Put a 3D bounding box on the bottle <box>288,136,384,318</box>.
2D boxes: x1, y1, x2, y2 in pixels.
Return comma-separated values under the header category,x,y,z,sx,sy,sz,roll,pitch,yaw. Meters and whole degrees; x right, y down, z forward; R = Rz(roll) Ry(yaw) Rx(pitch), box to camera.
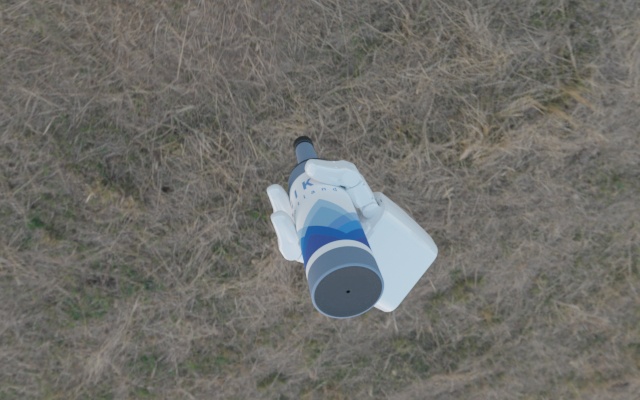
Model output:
category,x,y,z,sx,sy,sz,roll,pitch,yaw
bottle,0.000,0.002,0.544,0.069,0.069,0.295,0,33,-12
